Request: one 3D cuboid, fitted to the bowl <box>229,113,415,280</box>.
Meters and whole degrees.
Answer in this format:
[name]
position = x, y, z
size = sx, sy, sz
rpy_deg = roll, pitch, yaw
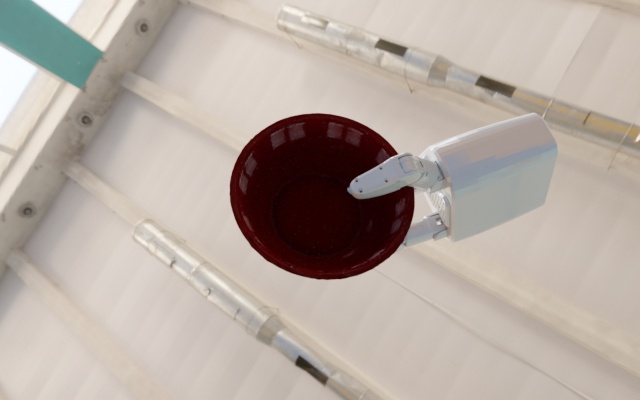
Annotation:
[bowl]
position = -0.001, 0.002, 0.436
size = 0.162, 0.162, 0.055
rpy_deg = 0, -26, -8
